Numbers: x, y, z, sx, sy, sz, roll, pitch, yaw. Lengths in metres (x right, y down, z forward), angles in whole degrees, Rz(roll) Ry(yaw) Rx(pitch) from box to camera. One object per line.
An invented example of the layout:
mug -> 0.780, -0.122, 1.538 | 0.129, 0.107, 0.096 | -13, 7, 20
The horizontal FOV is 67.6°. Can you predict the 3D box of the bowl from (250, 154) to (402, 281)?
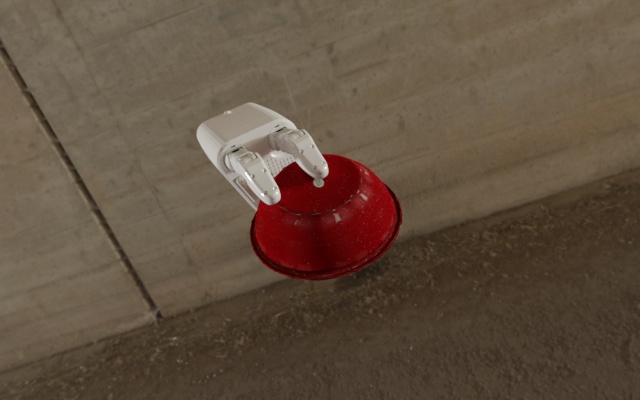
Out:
bowl -> 0.001, 0.002, 0.485 | 0.162, 0.055, 0.162 | -7, 42, 6
